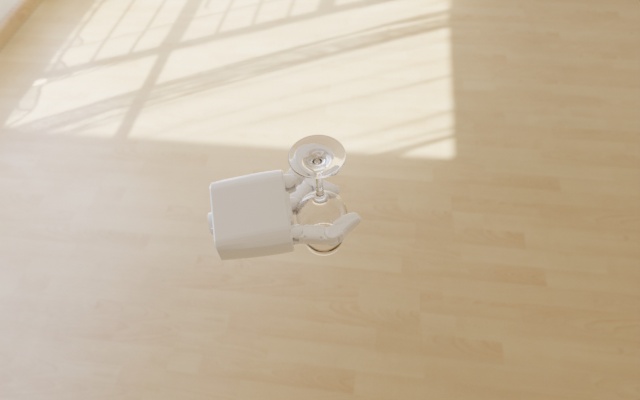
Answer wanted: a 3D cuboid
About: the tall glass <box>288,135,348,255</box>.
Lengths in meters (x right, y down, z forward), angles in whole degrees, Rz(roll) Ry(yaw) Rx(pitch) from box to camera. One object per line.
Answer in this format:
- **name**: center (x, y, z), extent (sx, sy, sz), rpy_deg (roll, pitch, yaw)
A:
- **tall glass**: center (0.000, 0.002, 0.685), extent (0.079, 0.079, 0.201), rpy_deg (0, -37, 4)
